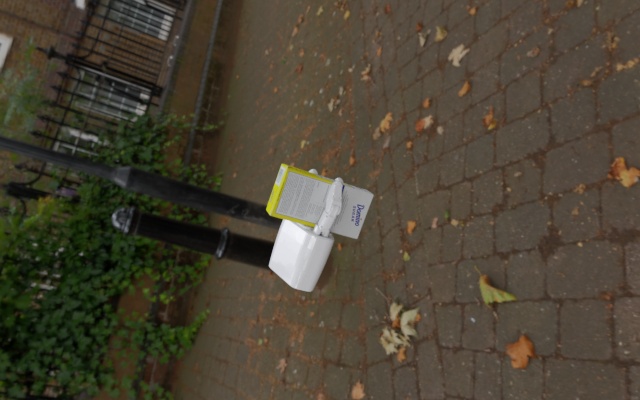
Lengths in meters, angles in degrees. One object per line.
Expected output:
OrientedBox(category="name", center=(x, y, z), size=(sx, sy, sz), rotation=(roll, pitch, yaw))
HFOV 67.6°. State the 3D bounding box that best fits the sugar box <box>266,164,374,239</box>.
OrientedBox(category="sugar box", center=(0.000, 0.003, 0.872), size=(0.176, 0.093, 0.048), rotation=(17, 9, -23))
